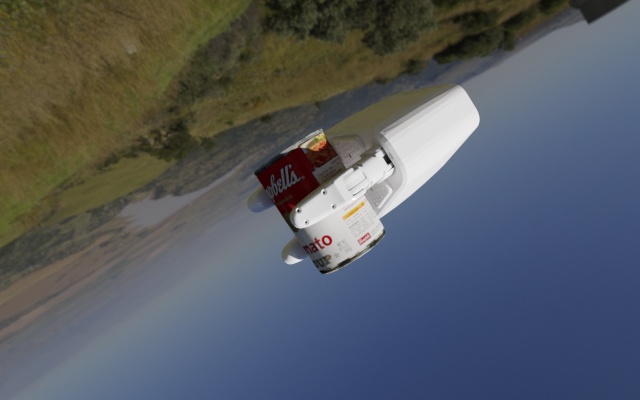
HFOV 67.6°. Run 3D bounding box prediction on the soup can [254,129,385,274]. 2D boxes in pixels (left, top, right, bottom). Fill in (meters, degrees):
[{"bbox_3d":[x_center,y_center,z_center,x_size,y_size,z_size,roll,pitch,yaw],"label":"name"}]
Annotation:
[{"bbox_3d":[0.000,0.002,0.401,0.068,0.102,0.068,-33,4,2],"label":"soup can"}]
